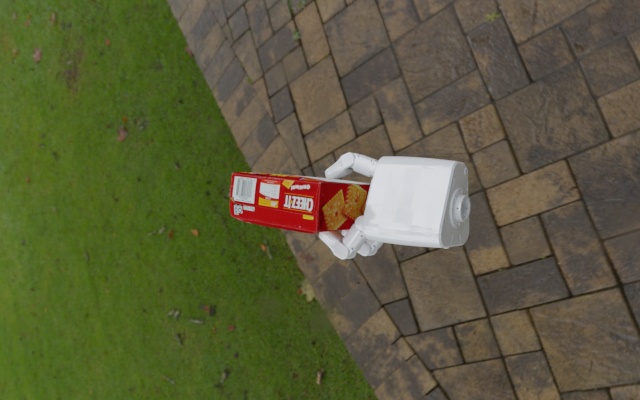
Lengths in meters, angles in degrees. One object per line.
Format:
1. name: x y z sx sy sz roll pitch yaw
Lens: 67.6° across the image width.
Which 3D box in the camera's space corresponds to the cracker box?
1. cracker box: 0.000 0.002 0.704 0.164 0.072 0.214 7 4 38
